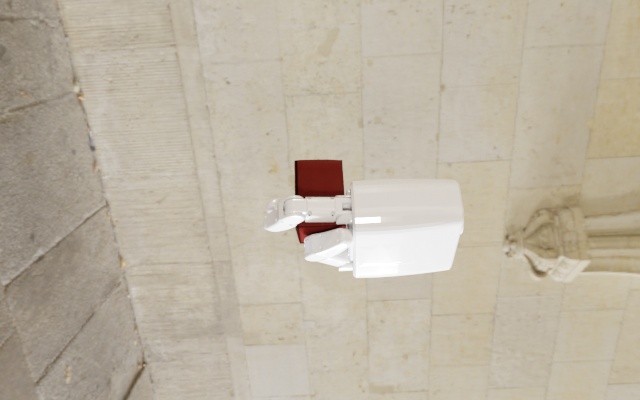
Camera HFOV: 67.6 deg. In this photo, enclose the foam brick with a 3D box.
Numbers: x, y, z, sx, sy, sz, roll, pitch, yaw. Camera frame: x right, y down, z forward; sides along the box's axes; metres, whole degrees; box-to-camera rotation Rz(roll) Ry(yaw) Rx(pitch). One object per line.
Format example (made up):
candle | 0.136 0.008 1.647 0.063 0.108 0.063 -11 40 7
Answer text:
foam brick | 0.000 0.001 0.510 0.051 0.078 0.053 -3 -24 2
